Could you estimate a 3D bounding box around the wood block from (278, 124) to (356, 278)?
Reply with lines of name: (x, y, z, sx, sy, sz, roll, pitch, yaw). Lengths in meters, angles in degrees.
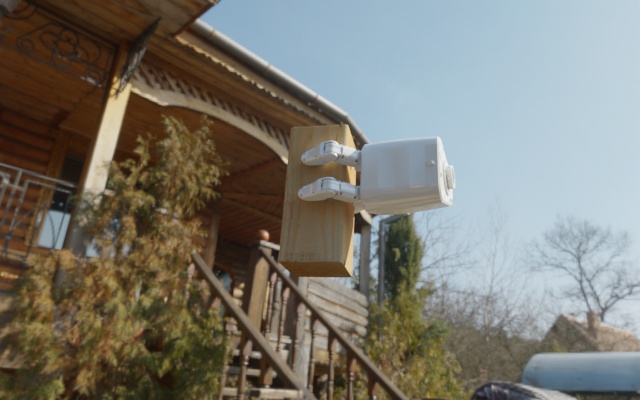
wood block: (0.001, 0.002, 0.703, 0.090, 0.206, 0.091, -1, -23, 13)
